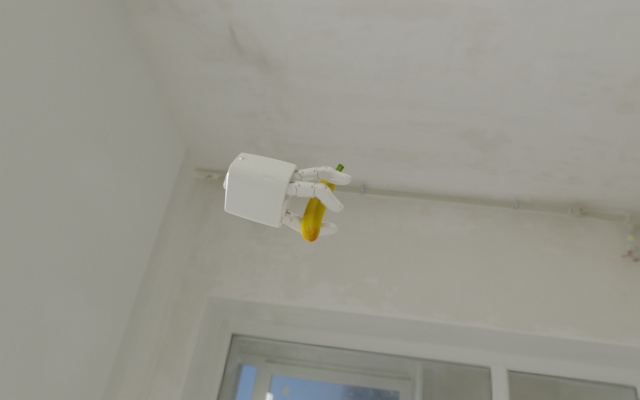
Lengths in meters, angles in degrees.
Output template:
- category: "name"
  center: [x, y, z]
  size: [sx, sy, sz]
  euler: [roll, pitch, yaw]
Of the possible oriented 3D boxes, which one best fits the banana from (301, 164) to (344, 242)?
- category: "banana"
  center: [-0.005, 0.012, 0.863]
  size: [0.037, 0.197, 0.070]
  euler: [25, -44, -4]
